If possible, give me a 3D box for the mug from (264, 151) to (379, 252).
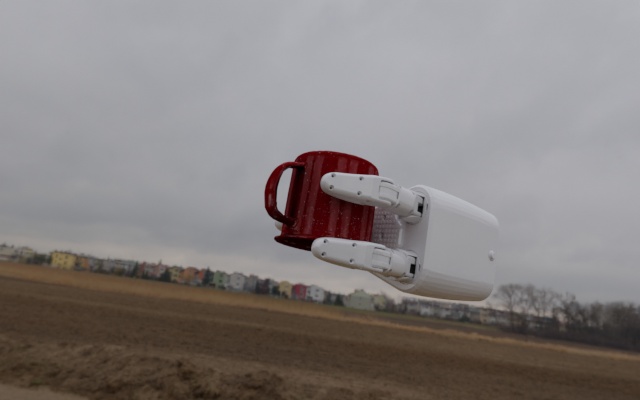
[{"bbox_3d":[-0.001,0.001,0.435,0.117,0.081,0.093,18,-15,-34],"label":"mug"}]
